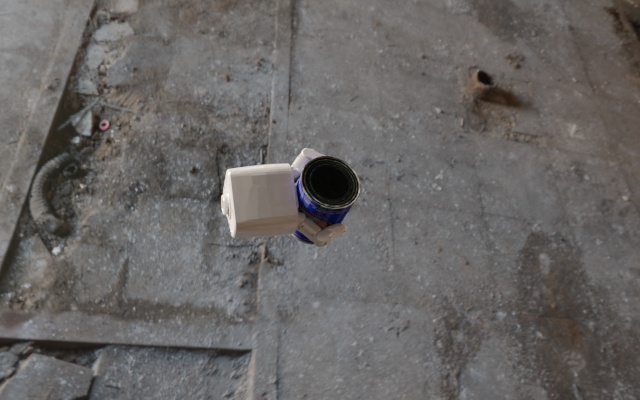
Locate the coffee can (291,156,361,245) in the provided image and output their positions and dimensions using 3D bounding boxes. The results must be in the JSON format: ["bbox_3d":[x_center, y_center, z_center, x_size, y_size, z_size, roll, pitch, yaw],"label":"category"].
[{"bbox_3d":[0.000,0.003,0.837,0.103,0.102,0.140,0,-29,-17],"label":"coffee can"}]
